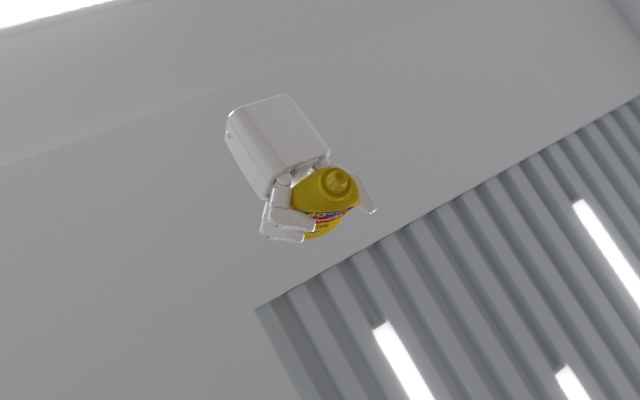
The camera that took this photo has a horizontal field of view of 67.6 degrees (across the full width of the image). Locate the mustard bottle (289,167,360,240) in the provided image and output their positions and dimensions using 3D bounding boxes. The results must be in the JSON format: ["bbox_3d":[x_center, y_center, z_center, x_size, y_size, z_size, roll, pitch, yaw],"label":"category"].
[{"bbox_3d":[0.000,0.003,0.644,0.096,0.058,0.192,-5,-18,-17],"label":"mustard bottle"}]
